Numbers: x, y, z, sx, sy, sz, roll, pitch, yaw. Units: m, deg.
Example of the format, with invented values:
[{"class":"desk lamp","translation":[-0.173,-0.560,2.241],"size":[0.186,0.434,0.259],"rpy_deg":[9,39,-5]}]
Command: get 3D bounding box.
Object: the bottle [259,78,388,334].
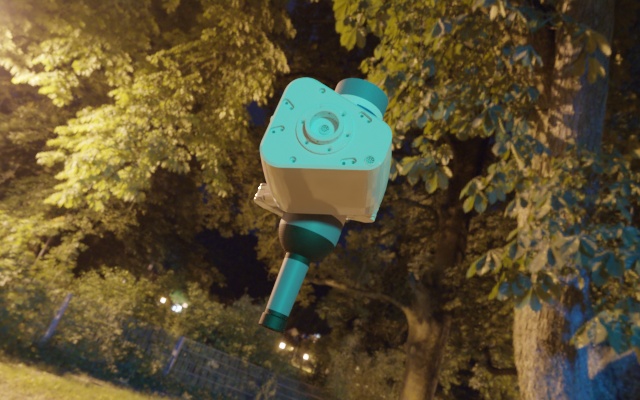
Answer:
[{"class":"bottle","translation":[0.000,0.002,0.535],"size":[0.069,0.295,0.069],"rpy_deg":[19,-19,7]}]
